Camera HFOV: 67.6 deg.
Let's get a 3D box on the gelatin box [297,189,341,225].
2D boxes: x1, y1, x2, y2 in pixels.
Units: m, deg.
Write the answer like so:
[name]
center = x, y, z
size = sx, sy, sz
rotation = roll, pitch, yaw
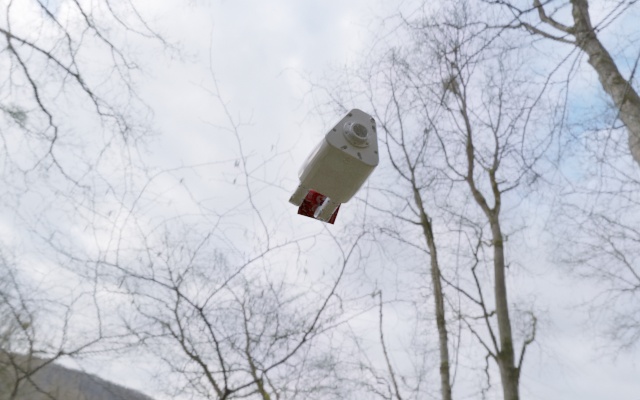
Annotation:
[gelatin box]
center = 0.000, 0.003, 0.863
size = 0.073, 0.030, 0.089
rotation = 16, -34, -1
